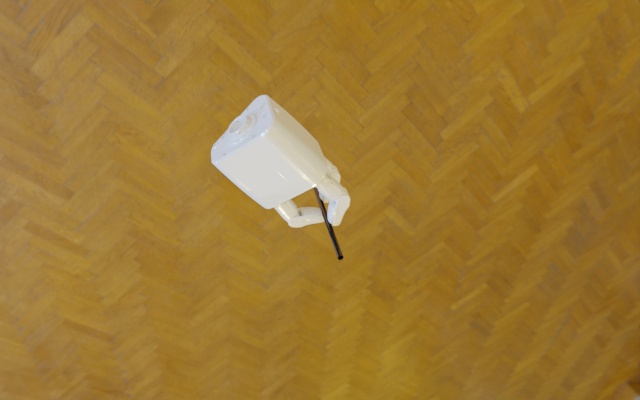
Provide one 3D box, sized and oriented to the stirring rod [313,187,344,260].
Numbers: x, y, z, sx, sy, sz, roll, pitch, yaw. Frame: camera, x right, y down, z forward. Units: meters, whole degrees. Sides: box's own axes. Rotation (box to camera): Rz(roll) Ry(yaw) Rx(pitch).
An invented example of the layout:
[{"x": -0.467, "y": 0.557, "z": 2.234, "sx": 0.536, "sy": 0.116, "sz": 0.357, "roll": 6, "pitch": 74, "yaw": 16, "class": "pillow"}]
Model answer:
[{"x": 0.000, "y": 0.002, "z": 0.719, "sx": 0.011, "sy": 0.011, "sz": 0.239, "roll": 0, "pitch": 37, "yaw": -16, "class": "stirring rod"}]
